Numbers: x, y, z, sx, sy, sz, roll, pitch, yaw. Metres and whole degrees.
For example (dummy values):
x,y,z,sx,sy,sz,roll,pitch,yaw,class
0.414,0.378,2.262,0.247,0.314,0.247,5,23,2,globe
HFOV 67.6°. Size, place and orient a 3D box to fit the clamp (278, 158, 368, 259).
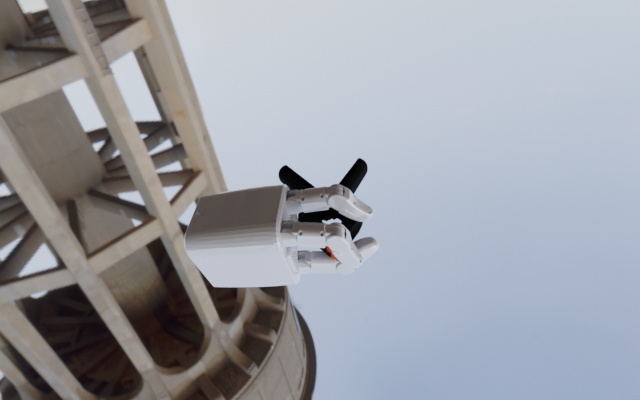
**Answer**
x,y,z,sx,sy,sz,roll,pitch,yaw,class
0.000,0.003,0.599,0.120,0.039,0.171,-5,37,8,clamp
